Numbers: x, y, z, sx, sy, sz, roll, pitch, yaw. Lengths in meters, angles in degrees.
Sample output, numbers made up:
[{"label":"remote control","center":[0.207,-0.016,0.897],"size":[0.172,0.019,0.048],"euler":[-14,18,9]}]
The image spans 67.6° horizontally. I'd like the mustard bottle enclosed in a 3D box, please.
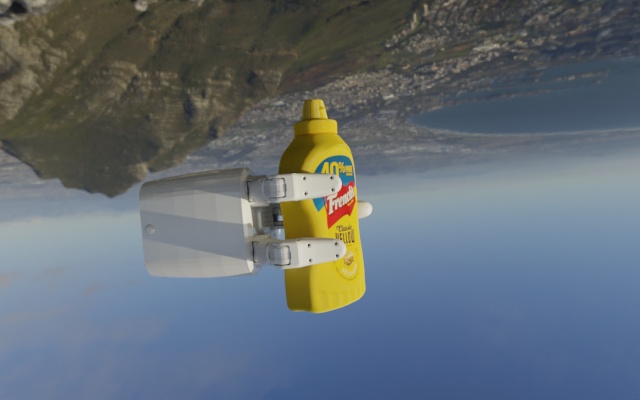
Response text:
[{"label":"mustard bottle","center":[0.000,0.002,0.451],"size":[0.058,0.191,0.096],"euler":[-4,1,35]}]
